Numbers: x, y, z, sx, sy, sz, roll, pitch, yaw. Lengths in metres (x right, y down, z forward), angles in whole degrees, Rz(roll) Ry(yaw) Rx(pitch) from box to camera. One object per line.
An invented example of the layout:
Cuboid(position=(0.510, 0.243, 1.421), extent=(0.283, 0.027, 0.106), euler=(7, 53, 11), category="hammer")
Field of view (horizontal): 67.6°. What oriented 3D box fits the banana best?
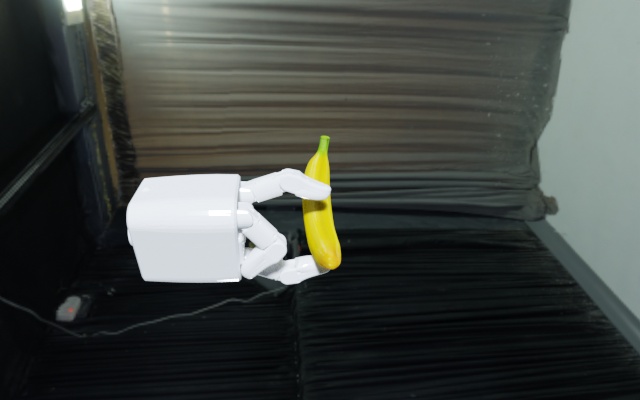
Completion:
Cuboid(position=(-0.001, 0.011, 0.576), extent=(0.037, 0.197, 0.070), euler=(-1, -40, -6), category="banana")
